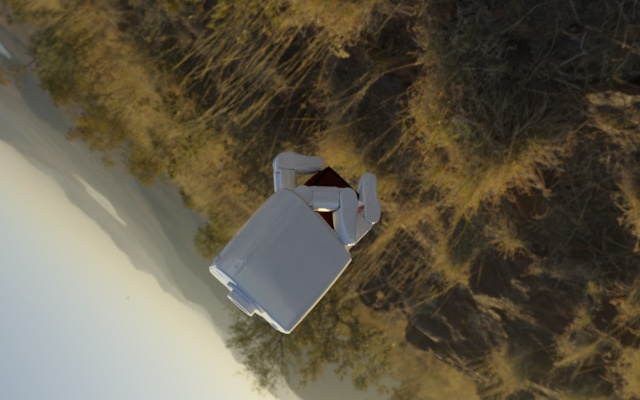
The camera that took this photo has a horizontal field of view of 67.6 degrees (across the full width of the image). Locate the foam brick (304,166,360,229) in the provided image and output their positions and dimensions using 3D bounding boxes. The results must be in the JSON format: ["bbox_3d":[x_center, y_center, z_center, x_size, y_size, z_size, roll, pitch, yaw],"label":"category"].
[{"bbox_3d":[0.000,0.002,0.564,0.053,0.051,0.078,43,-20,-7],"label":"foam brick"}]
